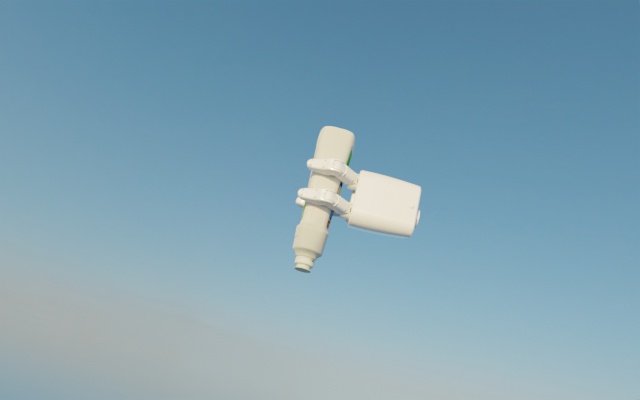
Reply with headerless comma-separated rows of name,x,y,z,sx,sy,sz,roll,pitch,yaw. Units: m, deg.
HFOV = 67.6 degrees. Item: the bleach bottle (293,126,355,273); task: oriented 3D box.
bleach bottle,0.000,0.003,0.821,0.068,0.250,0.103,14,-22,2
